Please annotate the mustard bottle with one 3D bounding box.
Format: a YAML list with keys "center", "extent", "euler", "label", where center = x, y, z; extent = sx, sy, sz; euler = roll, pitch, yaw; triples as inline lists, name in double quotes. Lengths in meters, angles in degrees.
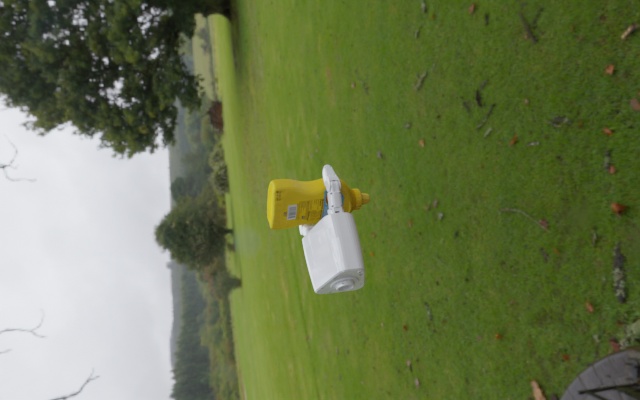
- center: [0.000, 0.003, 0.885]
  extent: [0.191, 0.096, 0.058]
  euler: [-4, 36, -16]
  label: "mustard bottle"
